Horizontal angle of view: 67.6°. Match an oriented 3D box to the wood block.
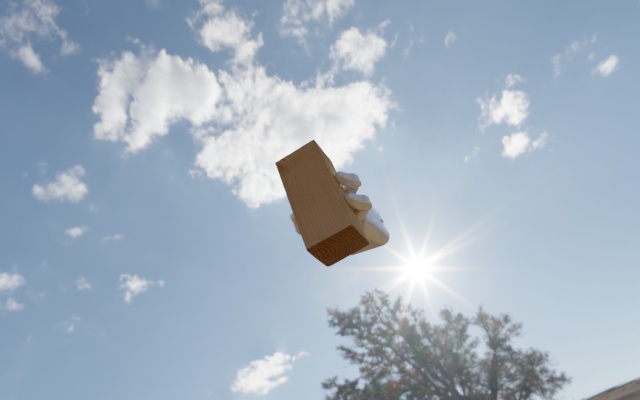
[{"bbox_3d":[0.000,0.003,0.874,0.091,0.206,0.090,-31,-37,11],"label":"wood block"}]
